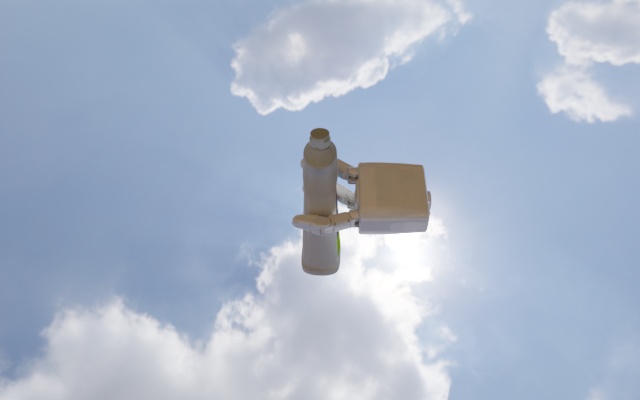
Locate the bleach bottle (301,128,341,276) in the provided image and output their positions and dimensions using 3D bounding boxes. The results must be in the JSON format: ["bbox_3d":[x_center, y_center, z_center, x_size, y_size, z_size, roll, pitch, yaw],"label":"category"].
[{"bbox_3d":[0.000,0.002,0.759,0.068,0.251,0.102,1,42,2],"label":"bleach bottle"}]
